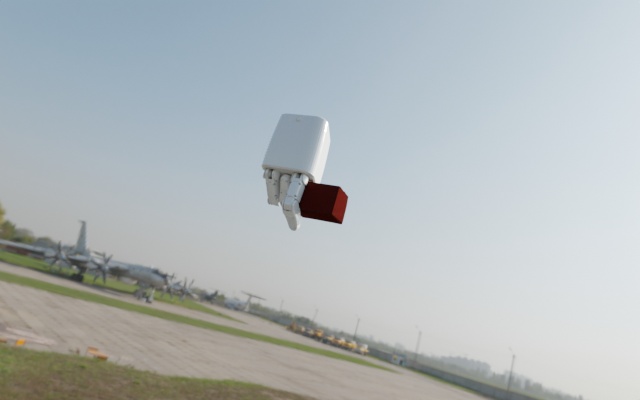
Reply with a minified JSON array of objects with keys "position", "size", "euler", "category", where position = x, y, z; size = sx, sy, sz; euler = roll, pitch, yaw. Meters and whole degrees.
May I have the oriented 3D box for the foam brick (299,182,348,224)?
[{"position":[0.000,0.003,0.805],"size":[0.078,0.051,0.053],"euler":[10,-17,24],"category":"foam brick"}]
